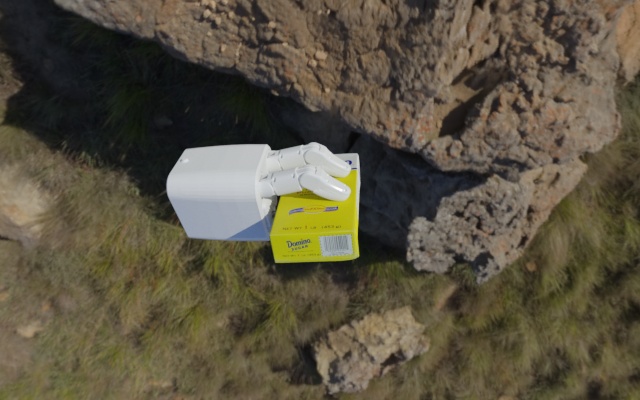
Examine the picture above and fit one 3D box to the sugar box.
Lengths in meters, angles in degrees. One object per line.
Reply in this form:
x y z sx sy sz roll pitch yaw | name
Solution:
0.000 0.001 0.574 0.093 0.048 0.176 -3 35 7 | sugar box
